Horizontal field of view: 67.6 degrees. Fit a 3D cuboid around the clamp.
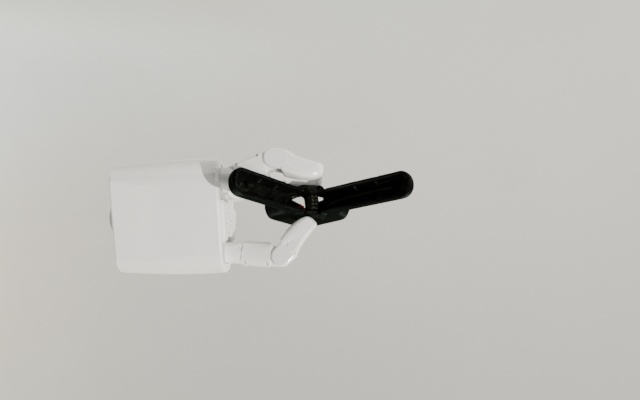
[{"bbox_3d":[0.000,0.003,0.505,0.164,0.036,0.210,0,-11,-1],"label":"clamp"}]
